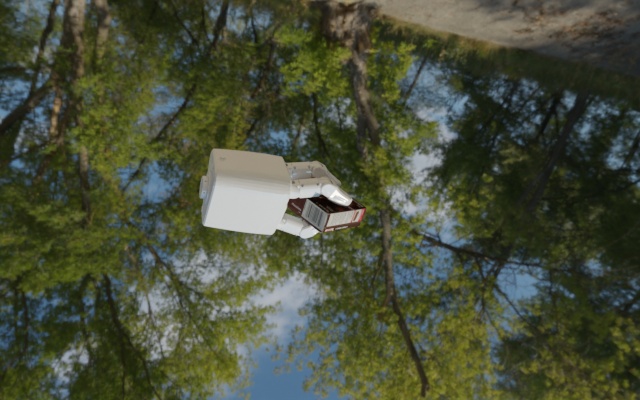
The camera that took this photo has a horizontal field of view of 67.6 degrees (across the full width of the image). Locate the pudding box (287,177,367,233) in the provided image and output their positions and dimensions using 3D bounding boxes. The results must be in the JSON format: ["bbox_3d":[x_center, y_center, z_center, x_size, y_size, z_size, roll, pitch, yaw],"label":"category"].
[{"bbox_3d":[0.000,0.003,0.737,0.090,0.039,0.113,-8,37,-46],"label":"pudding box"}]
